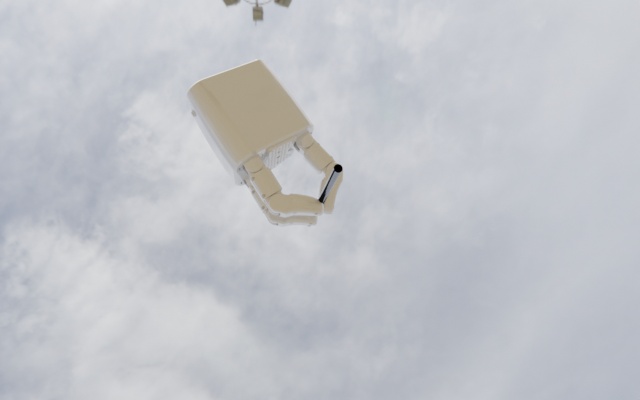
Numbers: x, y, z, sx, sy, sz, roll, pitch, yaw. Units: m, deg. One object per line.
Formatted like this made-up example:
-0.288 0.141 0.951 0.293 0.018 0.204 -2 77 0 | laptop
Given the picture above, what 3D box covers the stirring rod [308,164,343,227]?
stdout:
0.000 0.002 0.527 0.011 0.011 0.239 0 -14 -7 | stirring rod
